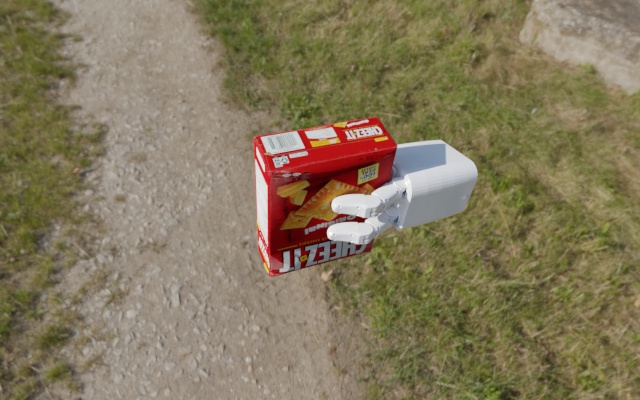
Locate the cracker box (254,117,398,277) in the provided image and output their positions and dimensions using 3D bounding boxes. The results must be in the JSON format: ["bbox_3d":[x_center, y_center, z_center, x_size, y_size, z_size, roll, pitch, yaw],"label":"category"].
[{"bbox_3d":[0.000,0.002,0.641,0.164,0.072,0.214,-12,-41,-16],"label":"cracker box"}]
